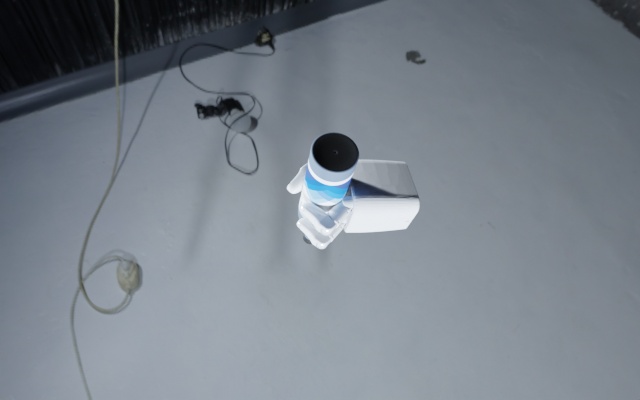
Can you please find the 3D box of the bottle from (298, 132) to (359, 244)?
[{"bbox_3d":[0.000,0.002,0.772,0.069,0.069,0.296,0,-27,-9],"label":"bottle"}]
